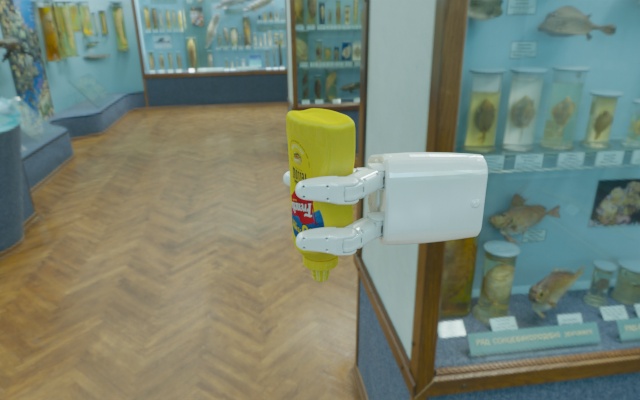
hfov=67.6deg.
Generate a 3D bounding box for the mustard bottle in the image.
[{"bbox_3d":[0.000,0.002,0.521,0.058,0.192,0.096,-13,25,-27],"label":"mustard bottle"}]
